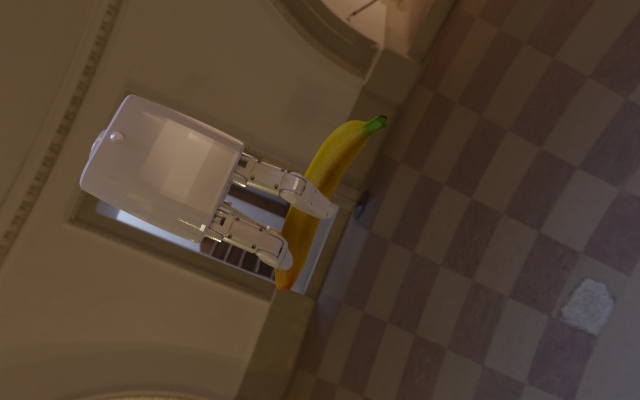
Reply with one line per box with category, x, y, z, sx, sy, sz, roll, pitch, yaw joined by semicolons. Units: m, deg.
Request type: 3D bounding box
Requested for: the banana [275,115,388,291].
banana;-0.002;-0.005;0.488;0.037;0.198;0.069;27;4;-17
